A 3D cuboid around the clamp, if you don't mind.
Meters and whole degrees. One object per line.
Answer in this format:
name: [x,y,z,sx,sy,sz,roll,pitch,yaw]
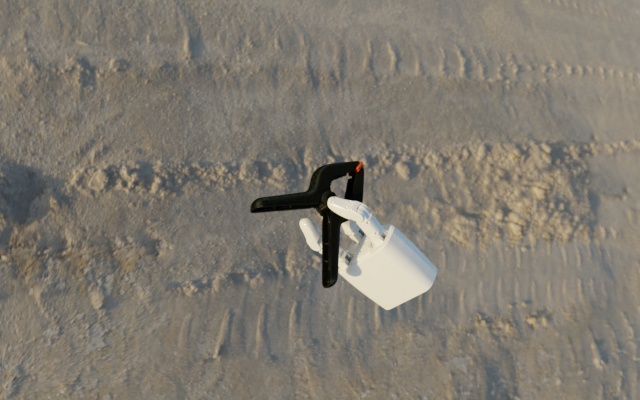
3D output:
clamp: [0.001,0.002,0.717,0.164,0.210,0.036,42,-36,-14]
